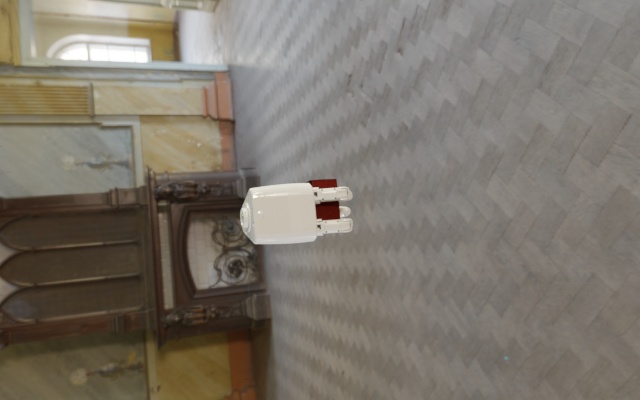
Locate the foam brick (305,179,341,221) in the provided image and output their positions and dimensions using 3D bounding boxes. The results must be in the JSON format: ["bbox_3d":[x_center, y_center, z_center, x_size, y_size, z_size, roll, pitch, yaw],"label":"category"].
[{"bbox_3d":[0.000,0.003,0.854,0.051,0.078,0.053,-3,-6,-20],"label":"foam brick"}]
